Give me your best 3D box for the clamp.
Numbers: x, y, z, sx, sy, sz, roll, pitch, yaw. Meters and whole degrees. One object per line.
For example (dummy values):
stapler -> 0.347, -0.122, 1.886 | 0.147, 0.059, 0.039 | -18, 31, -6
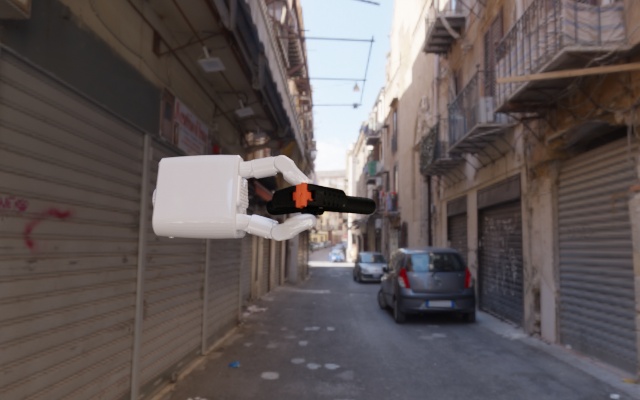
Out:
clamp -> 0.000, 0.001, 0.635 | 0.164, 0.036, 0.210 | -1, -5, 0
